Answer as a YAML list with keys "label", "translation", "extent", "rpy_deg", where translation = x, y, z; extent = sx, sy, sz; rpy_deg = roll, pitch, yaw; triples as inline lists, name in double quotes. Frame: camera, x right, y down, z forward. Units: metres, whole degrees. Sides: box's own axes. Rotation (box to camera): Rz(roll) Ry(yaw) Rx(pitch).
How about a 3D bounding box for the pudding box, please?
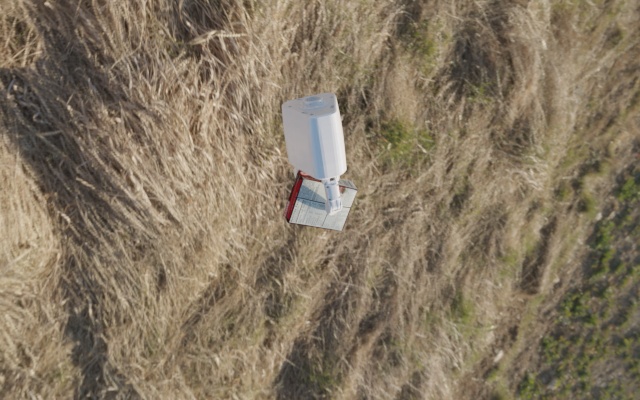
- label: "pudding box"
  translation: [0.000, 0.003, 0.850]
  extent: [0.113, 0.090, 0.039]
  rpy_deg: [11, 22, -23]
